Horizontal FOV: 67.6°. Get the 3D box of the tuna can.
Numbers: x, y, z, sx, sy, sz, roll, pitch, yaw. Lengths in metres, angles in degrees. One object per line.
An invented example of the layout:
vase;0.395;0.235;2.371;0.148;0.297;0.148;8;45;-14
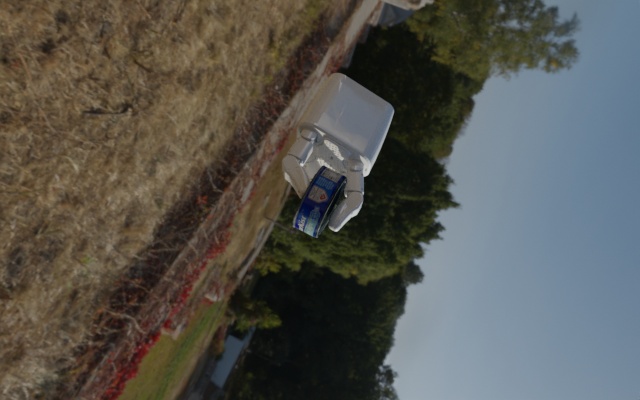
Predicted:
tuna can;0.001;0.002;0.588;0.034;0.086;0.086;27;3;7
